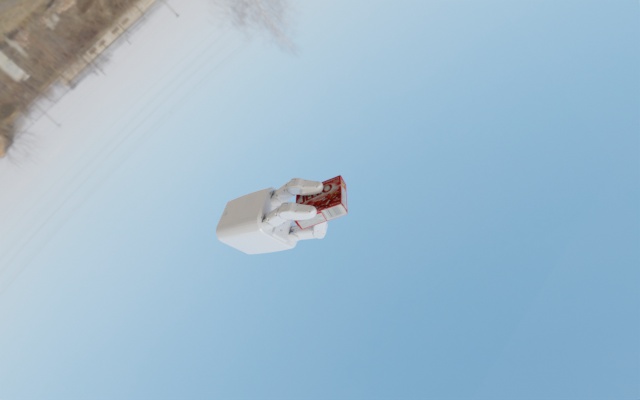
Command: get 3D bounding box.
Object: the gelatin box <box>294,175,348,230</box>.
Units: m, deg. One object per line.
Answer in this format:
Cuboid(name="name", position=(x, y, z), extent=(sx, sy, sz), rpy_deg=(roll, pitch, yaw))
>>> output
Cuboid(name="gelatin box", position=(0.001, 0.003, 0.807), extent=(0.089, 0.073, 0.030), rpy_deg=(-19, -51, 18))
